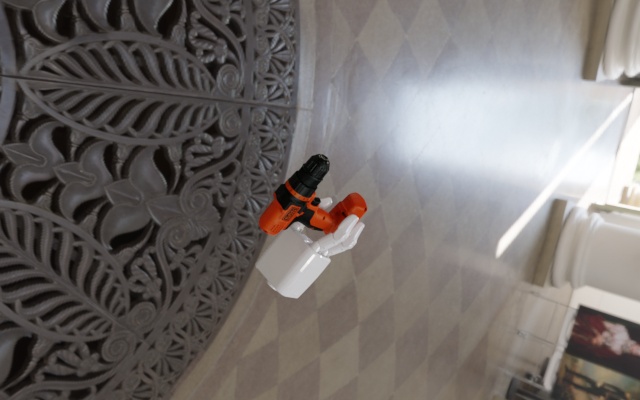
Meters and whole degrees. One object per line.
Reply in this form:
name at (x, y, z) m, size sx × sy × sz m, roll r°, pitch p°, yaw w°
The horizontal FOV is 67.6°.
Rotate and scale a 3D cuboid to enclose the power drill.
power drill at (0.000, 0.003, 0.896) m, size 0.188 × 0.057 × 0.184 m, roll 18°, pitch -55°, yaw -42°
